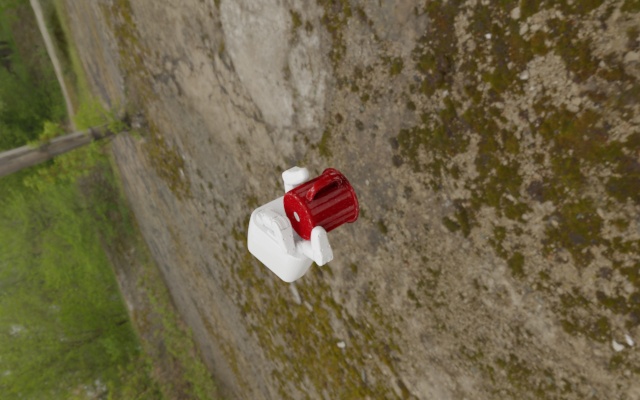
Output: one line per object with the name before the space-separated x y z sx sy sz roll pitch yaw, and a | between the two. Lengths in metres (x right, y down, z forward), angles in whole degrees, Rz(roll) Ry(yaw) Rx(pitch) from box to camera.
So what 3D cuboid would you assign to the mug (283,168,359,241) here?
mug | 0.000 0.002 0.704 0.081 0.093 0.117 -27 -22 -26
